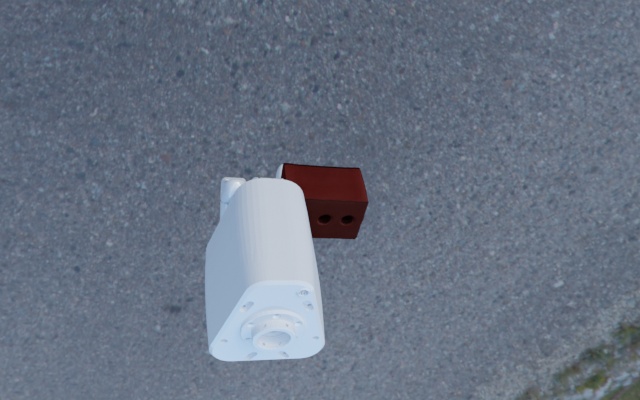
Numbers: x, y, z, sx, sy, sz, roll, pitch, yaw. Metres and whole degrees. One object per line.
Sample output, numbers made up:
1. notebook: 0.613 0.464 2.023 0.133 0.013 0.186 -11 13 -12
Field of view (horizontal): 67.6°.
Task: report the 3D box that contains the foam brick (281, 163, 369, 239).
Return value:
1. foam brick: 0.000 0.001 0.458 0.078 0.053 0.051 2 42 -14
